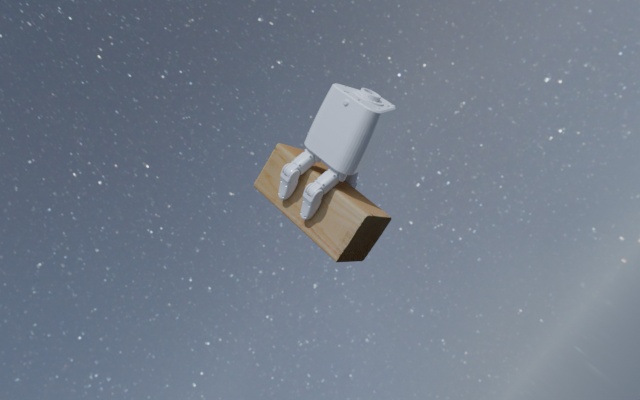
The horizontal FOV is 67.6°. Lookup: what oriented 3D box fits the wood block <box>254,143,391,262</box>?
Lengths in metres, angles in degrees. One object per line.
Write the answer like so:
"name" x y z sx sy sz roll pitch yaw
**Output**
"wood block" 0.000 0.002 0.781 0.206 0.090 0.091 41 18 29
